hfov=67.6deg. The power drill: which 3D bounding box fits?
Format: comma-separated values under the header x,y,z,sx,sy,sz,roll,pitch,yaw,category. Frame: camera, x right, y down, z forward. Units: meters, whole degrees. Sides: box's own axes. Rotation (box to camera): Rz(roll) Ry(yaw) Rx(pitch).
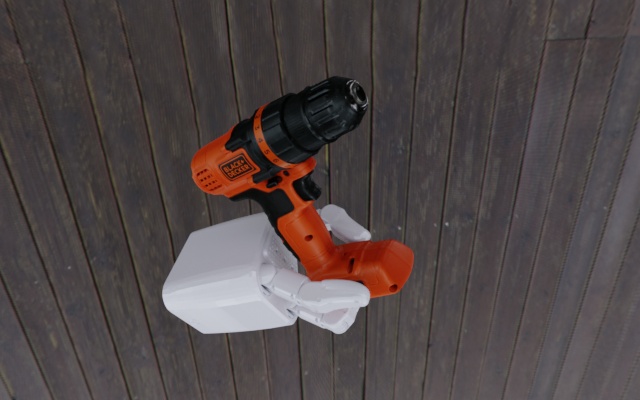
x,y,z,sx,sy,sz,roll,pitch,yaw,category
0.000,0.002,0.403,0.184,0.188,0.057,-18,27,42,power drill
